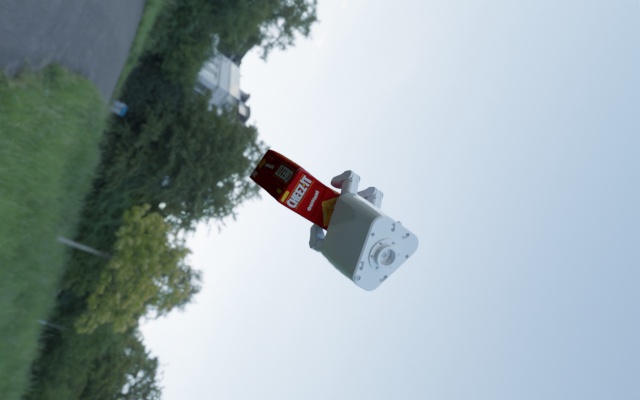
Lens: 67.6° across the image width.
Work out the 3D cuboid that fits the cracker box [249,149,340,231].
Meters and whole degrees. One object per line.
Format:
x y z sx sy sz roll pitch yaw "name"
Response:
0.000 0.003 0.829 0.214 0.072 0.164 33 1 -29 "cracker box"
